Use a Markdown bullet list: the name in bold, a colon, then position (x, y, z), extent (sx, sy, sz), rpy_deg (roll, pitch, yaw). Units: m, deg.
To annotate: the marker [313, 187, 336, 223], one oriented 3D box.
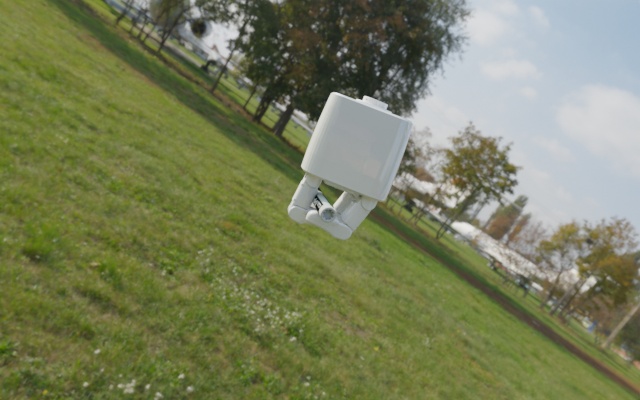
- **marker**: position (0.000, 0.002, 0.610), extent (0.020, 0.020, 0.121), rpy_deg (0, 14, -9)
